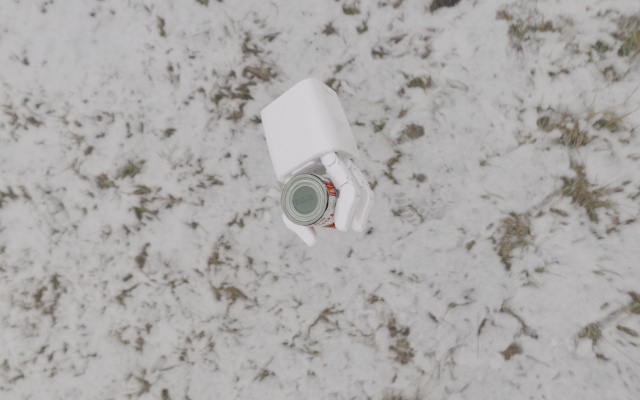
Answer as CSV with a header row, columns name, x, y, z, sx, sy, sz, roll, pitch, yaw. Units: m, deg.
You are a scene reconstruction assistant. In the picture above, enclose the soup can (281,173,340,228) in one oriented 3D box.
name,x,y,z,sx,sy,sz,roll,pitch,yaw
soup can,0.000,0.003,0.635,0.068,0.068,0.102,0,-4,24
